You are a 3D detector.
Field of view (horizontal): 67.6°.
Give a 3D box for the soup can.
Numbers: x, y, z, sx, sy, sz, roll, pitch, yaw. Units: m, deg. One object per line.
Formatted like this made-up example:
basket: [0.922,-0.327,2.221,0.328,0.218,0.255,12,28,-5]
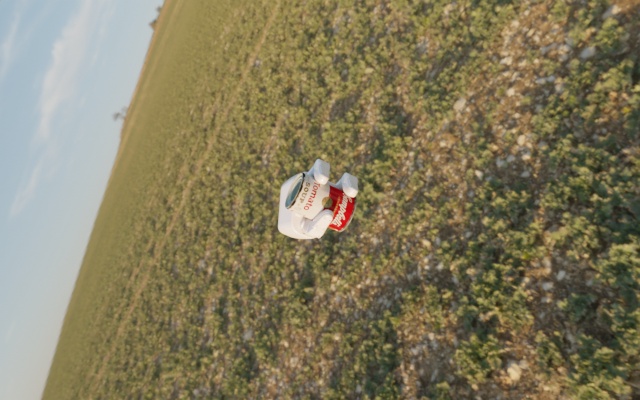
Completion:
soup can: [0.000,0.003,0.801,0.102,0.068,0.068,24,-8,-17]
